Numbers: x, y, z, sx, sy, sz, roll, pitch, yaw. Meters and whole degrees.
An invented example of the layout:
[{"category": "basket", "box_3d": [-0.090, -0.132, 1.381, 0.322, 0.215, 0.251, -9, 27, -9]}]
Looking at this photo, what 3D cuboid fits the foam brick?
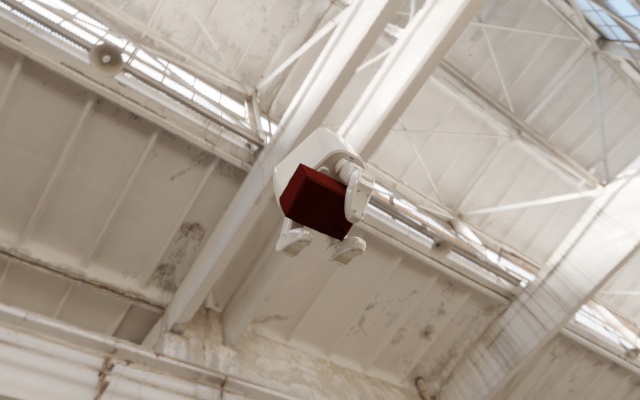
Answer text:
[{"category": "foam brick", "box_3d": [0.000, 0.002, 0.541, 0.078, 0.053, 0.051, 26, 15, -23]}]
